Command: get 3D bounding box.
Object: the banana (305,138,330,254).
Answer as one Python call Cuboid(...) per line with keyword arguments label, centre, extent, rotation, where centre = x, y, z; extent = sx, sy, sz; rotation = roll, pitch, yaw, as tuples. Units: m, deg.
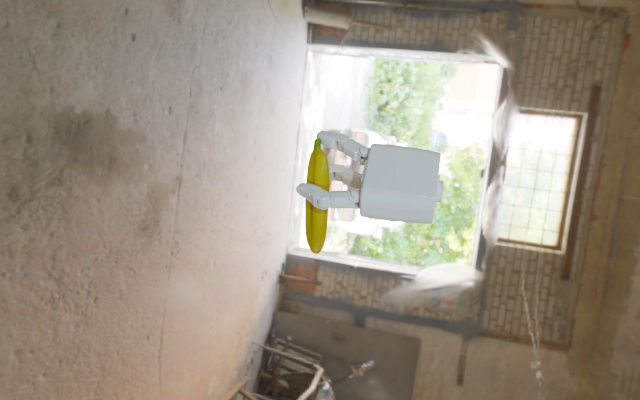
Cuboid(label="banana", centre=(-0.003, 0.005, 0.764), extent=(0.037, 0.198, 0.069), rotation=(6, 18, 10))
